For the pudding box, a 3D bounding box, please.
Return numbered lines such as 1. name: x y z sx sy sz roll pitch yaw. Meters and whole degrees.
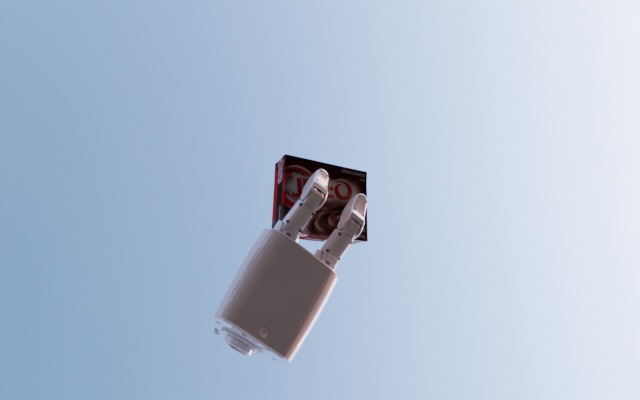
1. pudding box: 0.000 0.002 0.565 0.113 0.090 0.039 11 -20 -27
